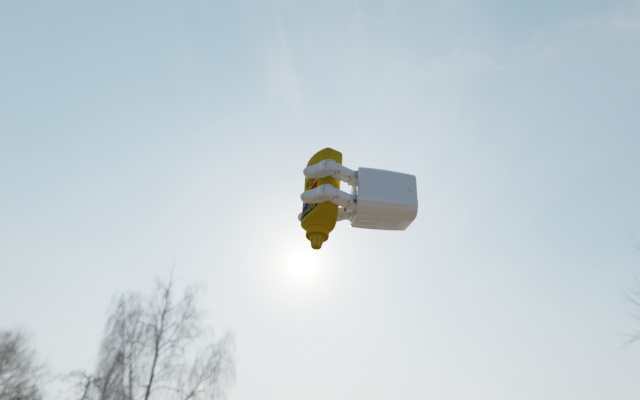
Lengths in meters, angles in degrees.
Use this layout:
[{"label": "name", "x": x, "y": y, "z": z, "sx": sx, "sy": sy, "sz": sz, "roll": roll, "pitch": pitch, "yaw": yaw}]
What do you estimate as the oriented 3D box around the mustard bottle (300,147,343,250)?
[{"label": "mustard bottle", "x": 0.000, "y": 0.003, "z": 0.861, "sx": 0.058, "sy": 0.191, "sz": 0.096, "roll": 22, "pitch": -39, "yaw": -22}]
